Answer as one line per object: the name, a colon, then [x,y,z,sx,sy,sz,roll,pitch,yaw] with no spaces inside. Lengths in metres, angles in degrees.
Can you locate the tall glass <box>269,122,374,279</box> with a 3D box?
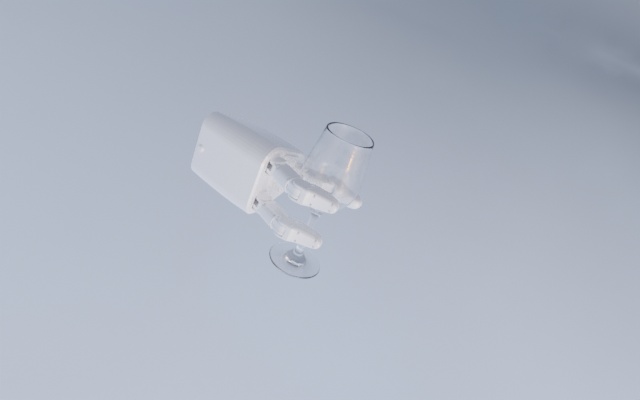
tall glass: [0.000,0.003,0.613,0.079,0.201,0.079,19,28,-11]
